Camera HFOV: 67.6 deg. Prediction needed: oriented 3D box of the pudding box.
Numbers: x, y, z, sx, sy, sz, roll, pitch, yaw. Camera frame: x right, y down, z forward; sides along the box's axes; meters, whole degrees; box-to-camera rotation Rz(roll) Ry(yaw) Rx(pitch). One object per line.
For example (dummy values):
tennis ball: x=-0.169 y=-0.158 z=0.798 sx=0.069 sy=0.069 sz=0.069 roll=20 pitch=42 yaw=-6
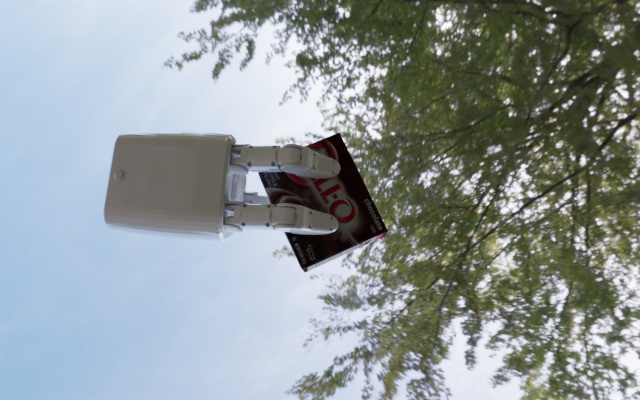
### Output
pudding box: x=0.000 y=0.002 z=0.467 sx=0.090 sy=0.113 sz=0.039 roll=-24 pitch=-11 yaw=-8
